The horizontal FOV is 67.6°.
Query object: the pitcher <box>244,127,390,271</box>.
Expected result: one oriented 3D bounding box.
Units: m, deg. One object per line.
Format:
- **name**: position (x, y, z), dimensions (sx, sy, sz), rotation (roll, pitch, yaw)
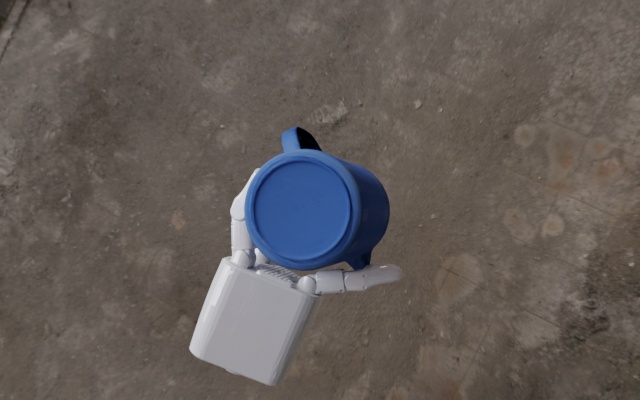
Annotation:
- **pitcher**: position (0.000, 0.002, 0.529), dimensions (0.149, 0.145, 0.243), rotation (23, 2, 11)
